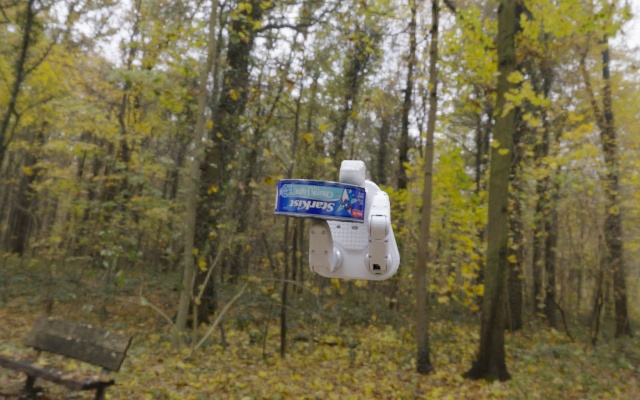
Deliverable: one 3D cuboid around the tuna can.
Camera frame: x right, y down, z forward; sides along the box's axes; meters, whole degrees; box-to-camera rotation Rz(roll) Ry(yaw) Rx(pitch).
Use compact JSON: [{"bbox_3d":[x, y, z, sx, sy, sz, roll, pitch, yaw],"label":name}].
[{"bbox_3d":[0.000,0.001,0.451,0.086,0.034,0.086,5,-3,0],"label":"tuna can"}]
